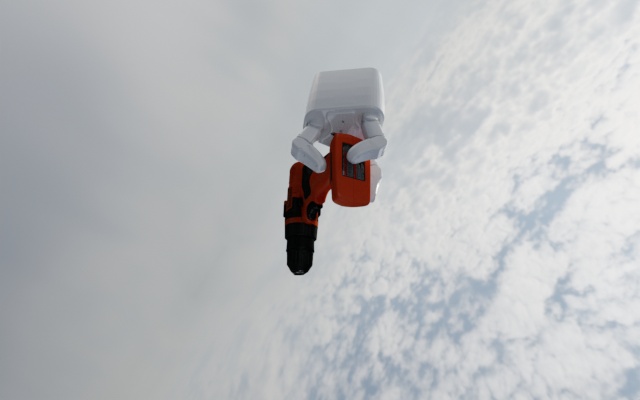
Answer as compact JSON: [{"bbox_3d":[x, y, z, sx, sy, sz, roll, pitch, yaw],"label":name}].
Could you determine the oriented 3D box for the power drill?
[{"bbox_3d":[0.000,0.002,0.685,0.057,0.184,0.188,11,-25,-26],"label":"power drill"}]
